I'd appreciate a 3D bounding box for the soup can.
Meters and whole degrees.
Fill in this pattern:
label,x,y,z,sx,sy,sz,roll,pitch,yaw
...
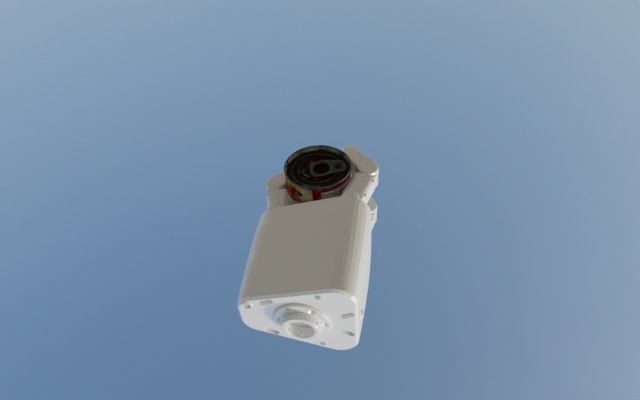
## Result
label,x,y,z,sx,sy,sz,roll,pitch,yaw
soup can,0.000,0.002,0.512,0.068,0.102,0.068,-3,44,2
